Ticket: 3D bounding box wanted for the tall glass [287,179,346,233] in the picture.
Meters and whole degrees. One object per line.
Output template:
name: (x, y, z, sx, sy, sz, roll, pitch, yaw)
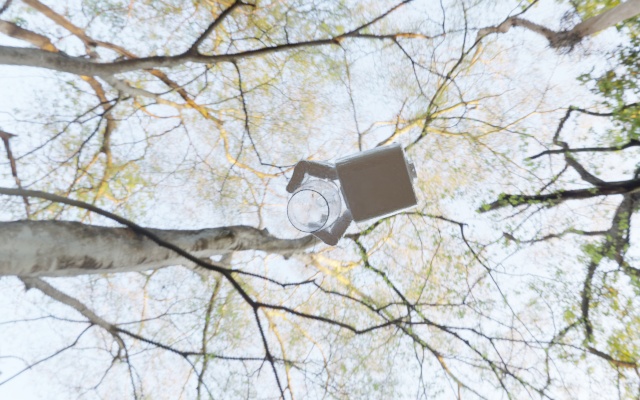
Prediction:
tall glass: (0.000, 0.003, 0.761, 0.079, 0.079, 0.201, 0, 7, 11)
